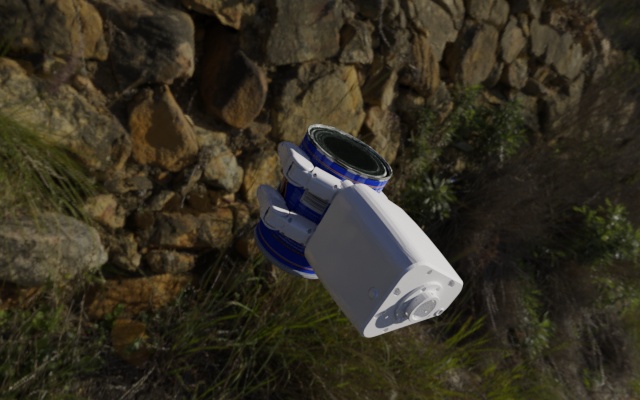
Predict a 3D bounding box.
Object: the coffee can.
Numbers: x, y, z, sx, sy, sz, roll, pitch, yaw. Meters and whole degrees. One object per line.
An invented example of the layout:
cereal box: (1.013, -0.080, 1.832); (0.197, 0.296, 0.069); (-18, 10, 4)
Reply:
coffee can: (0.000, 0.002, 0.533); (0.103, 0.140, 0.102); (24, 25, -12)
